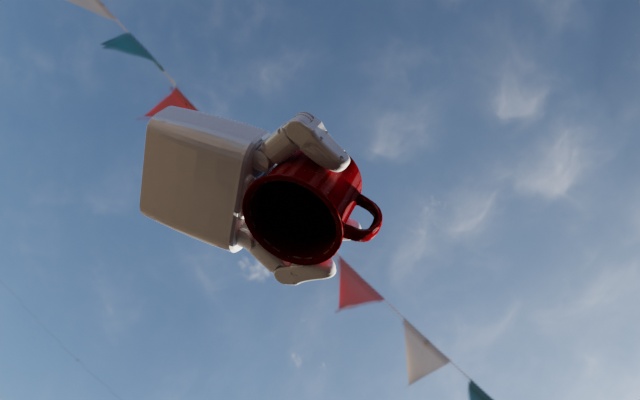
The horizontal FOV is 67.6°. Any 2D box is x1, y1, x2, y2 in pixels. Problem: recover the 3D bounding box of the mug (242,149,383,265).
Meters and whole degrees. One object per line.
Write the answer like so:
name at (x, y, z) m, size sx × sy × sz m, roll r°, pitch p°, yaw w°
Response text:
mug at (0.001, 0.002, 0.431) m, size 0.117 × 0.093 × 0.081 m, roll 19°, pitch 38°, yaw 12°
